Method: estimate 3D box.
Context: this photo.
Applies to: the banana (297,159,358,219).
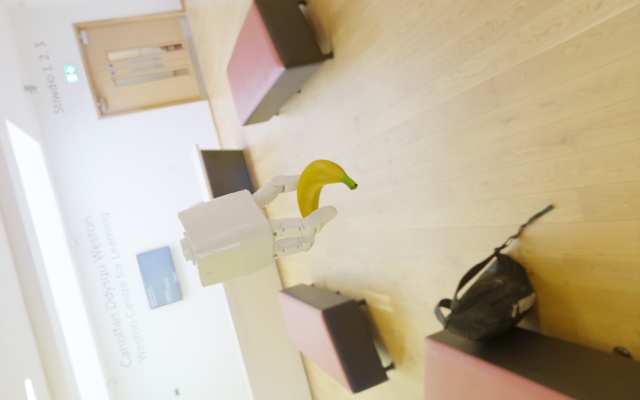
[{"bbox_3d":[-0.006,-0.016,0.699,0.037,0.069,0.198,-21,-9,-21],"label":"banana"}]
